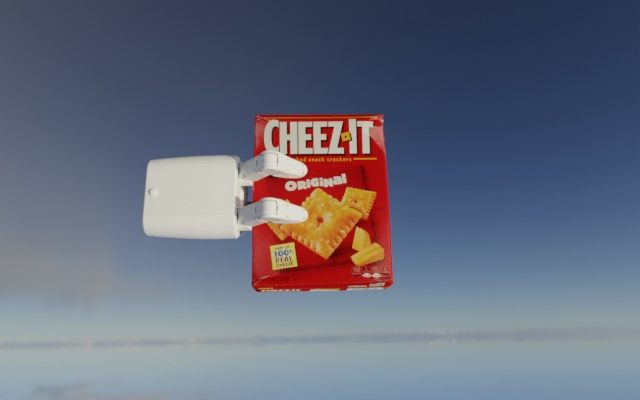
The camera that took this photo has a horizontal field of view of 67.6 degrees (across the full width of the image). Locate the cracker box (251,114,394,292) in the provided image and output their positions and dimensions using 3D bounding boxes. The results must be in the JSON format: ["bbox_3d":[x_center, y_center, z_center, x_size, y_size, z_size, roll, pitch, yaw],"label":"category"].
[{"bbox_3d":[0.000,0.002,0.589,0.164,0.213,0.072,-1,-16,-2],"label":"cracker box"}]
